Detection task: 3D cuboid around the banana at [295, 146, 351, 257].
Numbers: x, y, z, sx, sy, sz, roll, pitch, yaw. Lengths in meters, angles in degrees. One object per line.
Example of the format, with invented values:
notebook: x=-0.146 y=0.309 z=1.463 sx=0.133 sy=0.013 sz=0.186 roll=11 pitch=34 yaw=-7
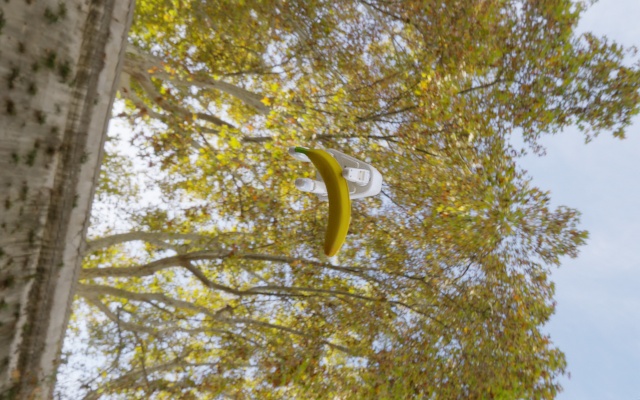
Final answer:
banana: x=0.016 y=-0.006 z=0.807 sx=0.069 sy=0.197 sz=0.037 roll=-18 pitch=-8 yaw=14
